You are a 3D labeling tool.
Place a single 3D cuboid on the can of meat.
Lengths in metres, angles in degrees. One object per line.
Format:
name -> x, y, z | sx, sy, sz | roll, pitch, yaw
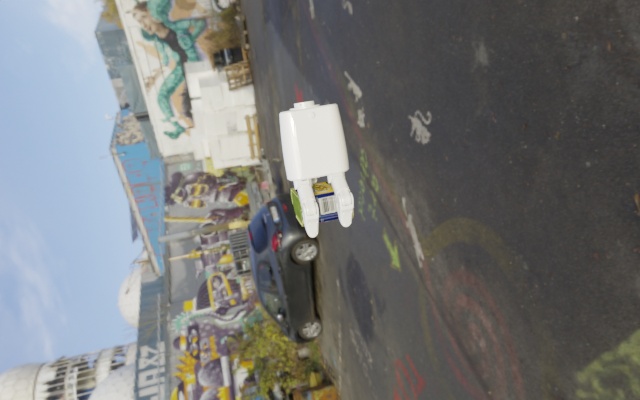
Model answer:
can of meat -> 0.000, 0.003, 0.792 | 0.084, 0.057, 0.102 | -11, 14, -10
